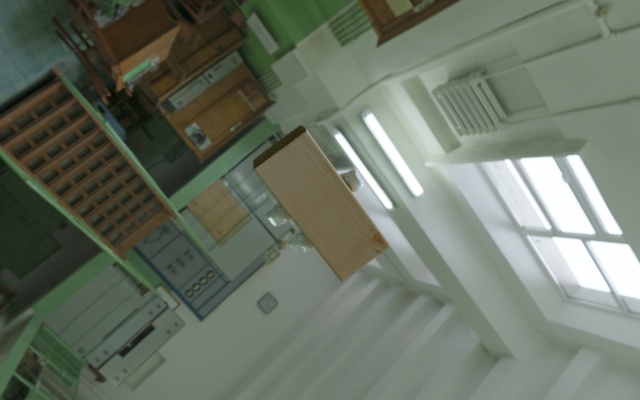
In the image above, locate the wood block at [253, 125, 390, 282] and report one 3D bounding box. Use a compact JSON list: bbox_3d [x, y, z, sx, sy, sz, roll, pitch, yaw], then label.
[{"bbox_3d":[0.000,0.002,0.697,0.091,0.206,0.090,-37,16,2],"label":"wood block"}]
